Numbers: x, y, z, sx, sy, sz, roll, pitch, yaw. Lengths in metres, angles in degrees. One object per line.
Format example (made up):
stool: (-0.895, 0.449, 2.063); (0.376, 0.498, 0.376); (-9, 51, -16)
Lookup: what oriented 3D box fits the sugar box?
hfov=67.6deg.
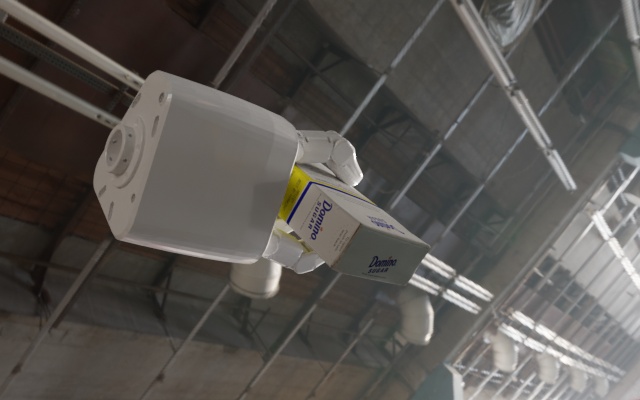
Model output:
sugar box: (0.000, 0.002, 0.408); (0.093, 0.048, 0.176); (19, 18, -44)
